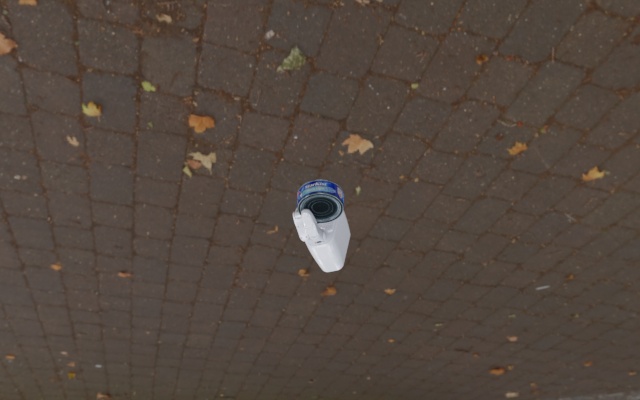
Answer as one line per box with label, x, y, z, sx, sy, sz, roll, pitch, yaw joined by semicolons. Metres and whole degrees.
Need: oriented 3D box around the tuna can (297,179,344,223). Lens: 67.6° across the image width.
tuna can;0.000;0.003;0.864;0.086;0.033;0.086;0;-42;0
